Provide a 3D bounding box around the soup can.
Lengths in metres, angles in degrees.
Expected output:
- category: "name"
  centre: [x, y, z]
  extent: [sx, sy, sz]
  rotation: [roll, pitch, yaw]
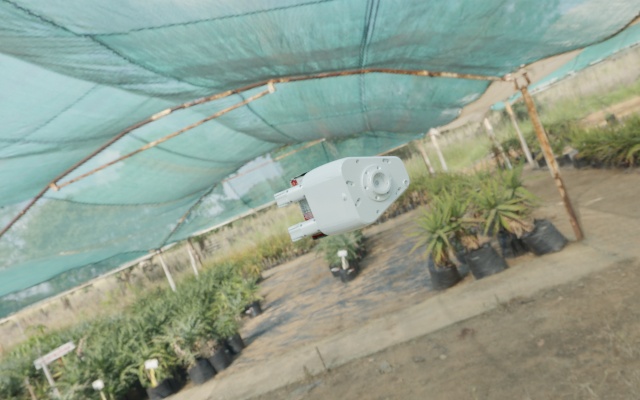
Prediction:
- category: "soup can"
  centre: [0.000, 0.002, 0.747]
  extent: [0.068, 0.102, 0.068]
  rotation: [-22, 2, 1]
